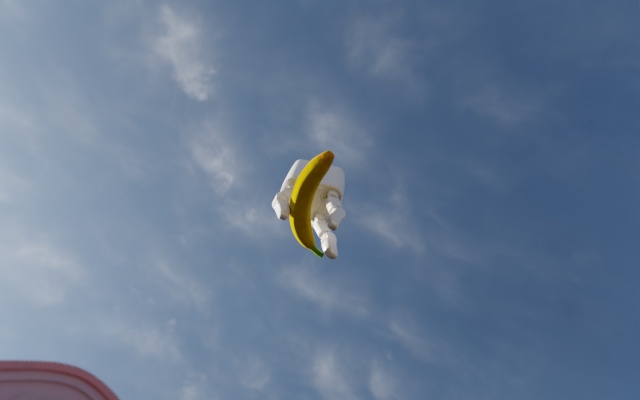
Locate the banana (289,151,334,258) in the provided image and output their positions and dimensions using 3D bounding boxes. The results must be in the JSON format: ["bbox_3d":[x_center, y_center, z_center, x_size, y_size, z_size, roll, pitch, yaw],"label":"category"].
[{"bbox_3d":[-0.019,0.003,0.817,0.069,0.198,0.037,8,26,5],"label":"banana"}]
